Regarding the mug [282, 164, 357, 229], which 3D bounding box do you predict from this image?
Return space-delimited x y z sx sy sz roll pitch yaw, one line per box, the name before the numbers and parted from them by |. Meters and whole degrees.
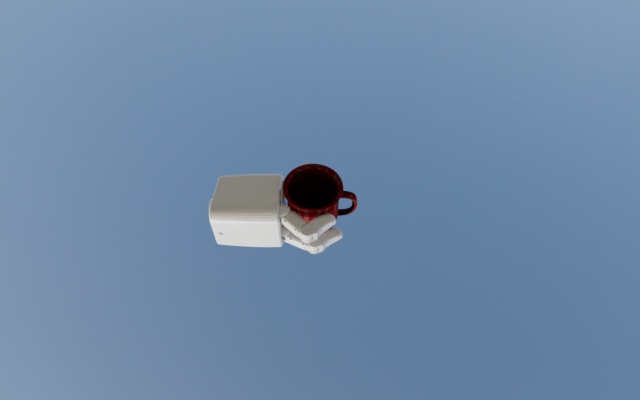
mug | 0.002 0.003 0.761 0.117 0.093 0.082 1 -36 0
